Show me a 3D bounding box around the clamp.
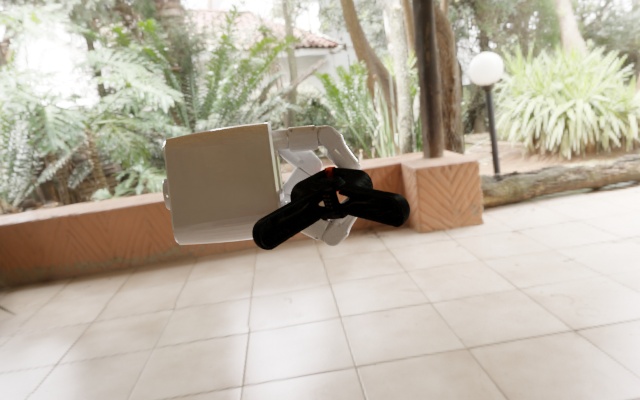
[{"bbox_3d":[0.000,0.001,0.426,0.120,0.039,0.171,-7,12,-5],"label":"clamp"}]
